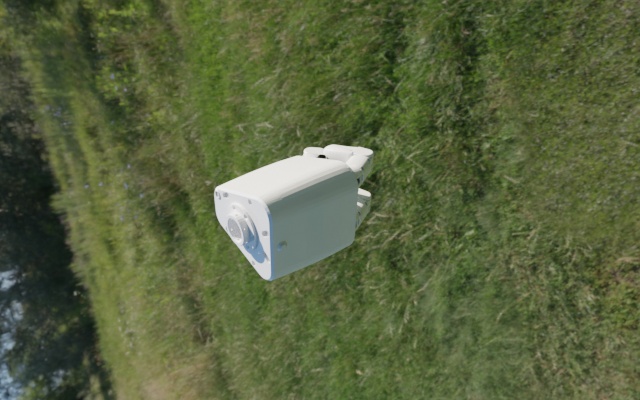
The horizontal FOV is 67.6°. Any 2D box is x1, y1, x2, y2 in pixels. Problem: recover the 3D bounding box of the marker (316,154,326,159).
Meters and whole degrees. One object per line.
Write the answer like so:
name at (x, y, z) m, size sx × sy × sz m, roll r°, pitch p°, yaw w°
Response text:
marker at (0.000, 0.002, 0.565) m, size 0.020 × 0.121 × 0.020 m, roll 1°, pitch 31°, yaw -1°
